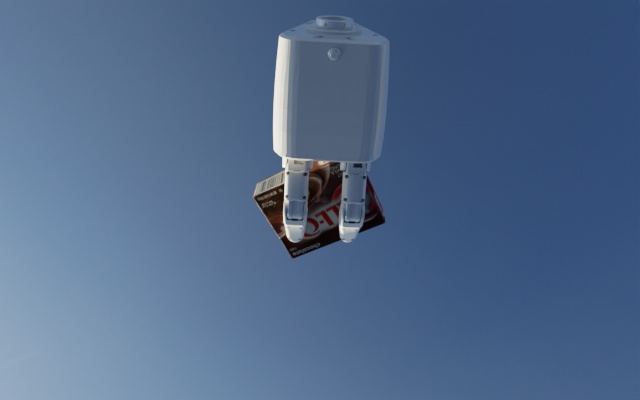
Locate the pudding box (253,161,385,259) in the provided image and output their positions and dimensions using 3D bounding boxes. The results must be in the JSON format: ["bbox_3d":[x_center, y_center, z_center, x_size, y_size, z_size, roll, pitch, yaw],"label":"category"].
[{"bbox_3d":[0.000,0.002,0.502,0.113,0.090,0.039,-21,29,13],"label":"pudding box"}]
